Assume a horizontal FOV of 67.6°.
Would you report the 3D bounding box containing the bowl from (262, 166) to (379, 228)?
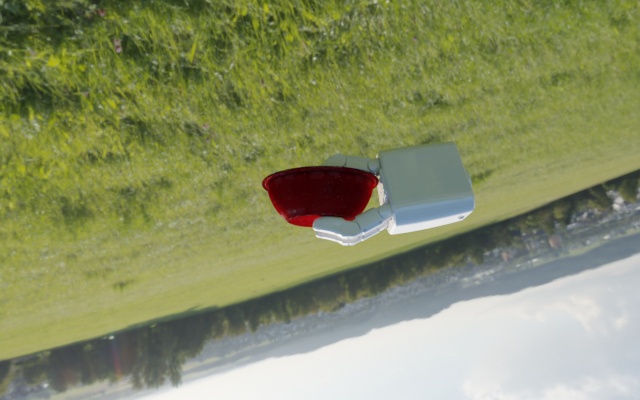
[{"bbox_3d":[-0.001,0.003,0.653,0.162,0.055,0.162,-1,-14,0],"label":"bowl"}]
